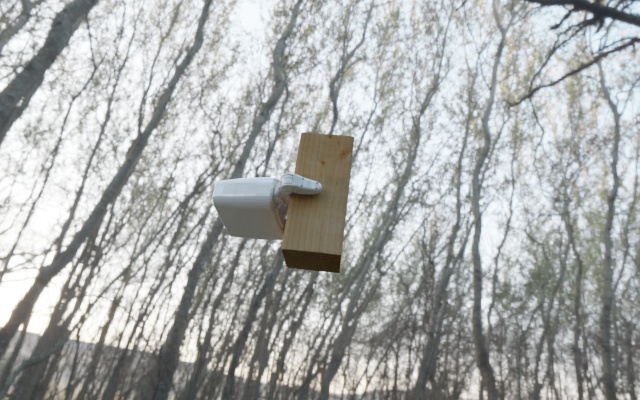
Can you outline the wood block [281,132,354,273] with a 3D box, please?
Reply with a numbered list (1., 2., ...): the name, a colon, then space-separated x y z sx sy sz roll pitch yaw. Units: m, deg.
1. wood block: 0.000 0.002 0.775 0.090 0.206 0.091 6 -25 4
